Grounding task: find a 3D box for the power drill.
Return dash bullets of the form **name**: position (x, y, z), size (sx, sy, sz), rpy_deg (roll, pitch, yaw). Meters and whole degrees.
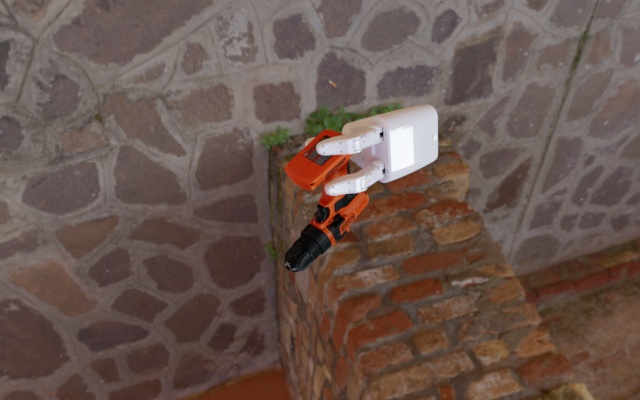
- **power drill**: position (0.000, 0.002, 0.714), size (0.057, 0.184, 0.188), rpy_deg (30, -28, 26)
